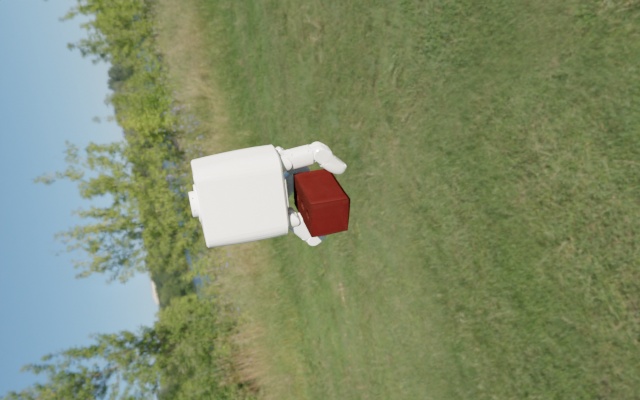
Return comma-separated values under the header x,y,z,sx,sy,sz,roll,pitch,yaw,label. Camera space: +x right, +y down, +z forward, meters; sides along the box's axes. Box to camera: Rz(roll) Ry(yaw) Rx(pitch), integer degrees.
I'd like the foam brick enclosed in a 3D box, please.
x,y,z,sx,sy,sz,roll,pitch,yaw,label
0.000,0.002,0.619,0.051,0.053,0.078,-10,36,-16,foam brick
